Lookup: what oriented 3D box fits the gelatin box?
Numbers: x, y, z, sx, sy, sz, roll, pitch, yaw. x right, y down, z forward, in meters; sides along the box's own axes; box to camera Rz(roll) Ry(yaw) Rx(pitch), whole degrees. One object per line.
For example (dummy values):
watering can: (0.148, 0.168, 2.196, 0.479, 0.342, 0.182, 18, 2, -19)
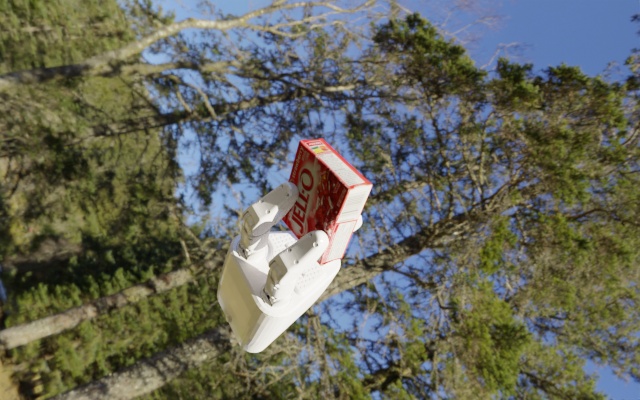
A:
gelatin box: (0.001, 0.001, 0.426, 0.030, 0.089, 0.073, -12, 45, -37)
